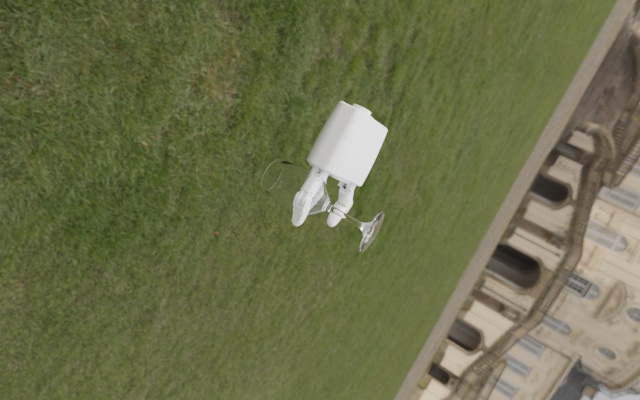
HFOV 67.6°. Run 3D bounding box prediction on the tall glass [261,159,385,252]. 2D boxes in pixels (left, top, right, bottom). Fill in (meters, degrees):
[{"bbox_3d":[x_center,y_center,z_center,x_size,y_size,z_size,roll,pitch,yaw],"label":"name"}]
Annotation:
[{"bbox_3d":[0.001,0.003,0.780,0.201,0.079,0.079,29,10,19],"label":"tall glass"}]
